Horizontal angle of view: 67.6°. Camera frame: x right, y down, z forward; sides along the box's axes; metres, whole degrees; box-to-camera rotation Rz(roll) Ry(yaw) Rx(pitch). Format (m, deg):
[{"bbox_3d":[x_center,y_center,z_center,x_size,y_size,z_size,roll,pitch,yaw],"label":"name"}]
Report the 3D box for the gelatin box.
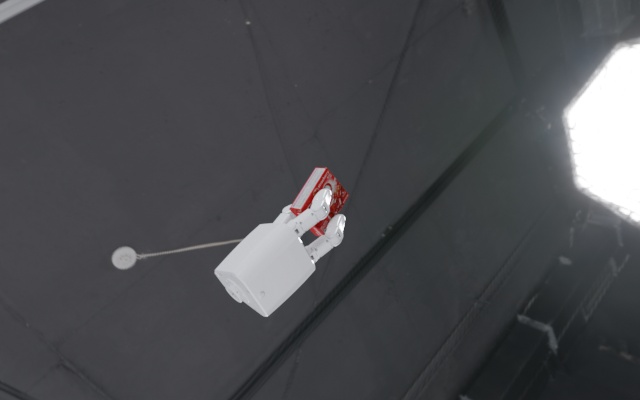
[{"bbox_3d":[0.000,0.002,0.773,0.030,0.089,0.073,7,-32,46],"label":"gelatin box"}]
